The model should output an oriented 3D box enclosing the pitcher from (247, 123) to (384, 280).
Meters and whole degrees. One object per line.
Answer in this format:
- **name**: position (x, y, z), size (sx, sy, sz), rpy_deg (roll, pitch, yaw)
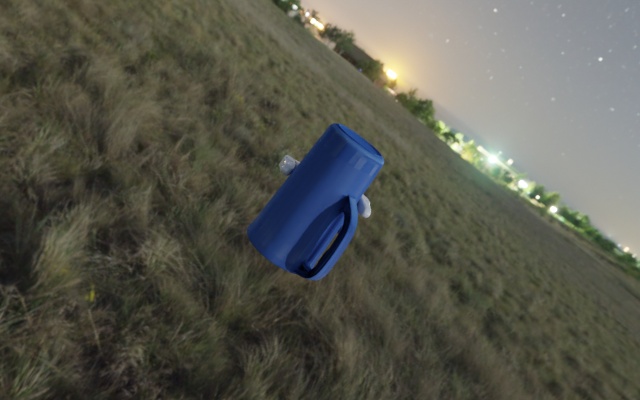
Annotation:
- **pitcher**: position (0.000, 0.003, 0.795), size (0.149, 0.243, 0.145), rpy_deg (36, 16, -3)
